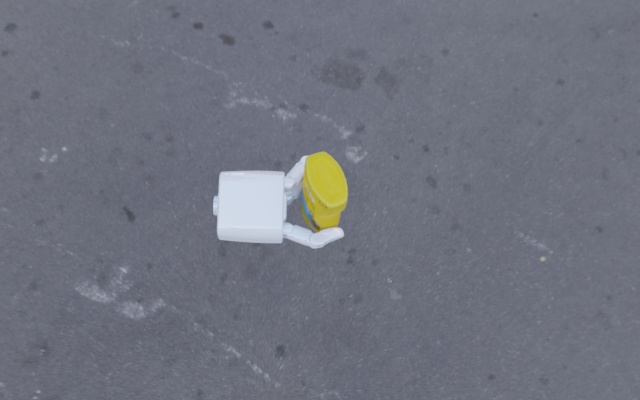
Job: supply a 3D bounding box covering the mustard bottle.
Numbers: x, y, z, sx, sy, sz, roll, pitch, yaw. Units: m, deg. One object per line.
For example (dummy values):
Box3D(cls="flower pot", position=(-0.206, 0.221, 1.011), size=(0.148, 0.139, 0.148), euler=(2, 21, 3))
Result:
Box3D(cls="mustard bottle", position=(0.000, 0.002, 0.805), size=(0.058, 0.096, 0.192), euler=(-21, -19, -14))
